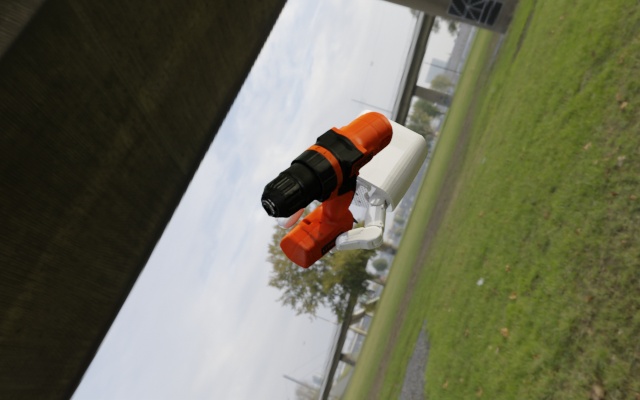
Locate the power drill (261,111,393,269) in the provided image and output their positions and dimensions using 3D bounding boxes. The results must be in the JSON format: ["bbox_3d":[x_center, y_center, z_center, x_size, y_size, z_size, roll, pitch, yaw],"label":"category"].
[{"bbox_3d":[0.000,0.002,0.555,0.184,0.057,0.188,-36,-22,-31],"label":"power drill"}]
